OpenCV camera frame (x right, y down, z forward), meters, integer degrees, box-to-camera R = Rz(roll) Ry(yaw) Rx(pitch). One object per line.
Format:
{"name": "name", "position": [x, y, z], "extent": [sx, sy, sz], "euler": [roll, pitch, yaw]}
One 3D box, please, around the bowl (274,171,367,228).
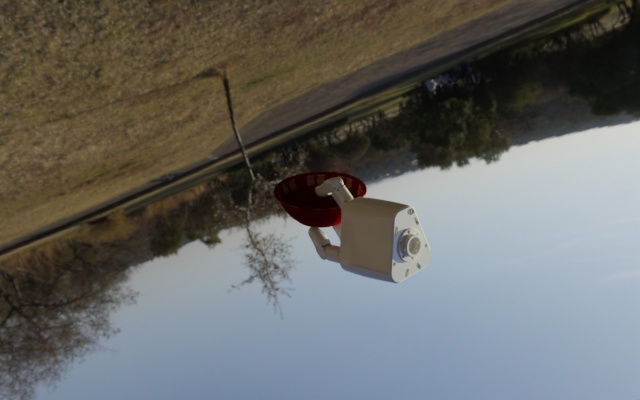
{"name": "bowl", "position": [0.000, 0.003, 0.839], "extent": [0.162, 0.055, 0.162], "euler": [-1, 25, 1]}
